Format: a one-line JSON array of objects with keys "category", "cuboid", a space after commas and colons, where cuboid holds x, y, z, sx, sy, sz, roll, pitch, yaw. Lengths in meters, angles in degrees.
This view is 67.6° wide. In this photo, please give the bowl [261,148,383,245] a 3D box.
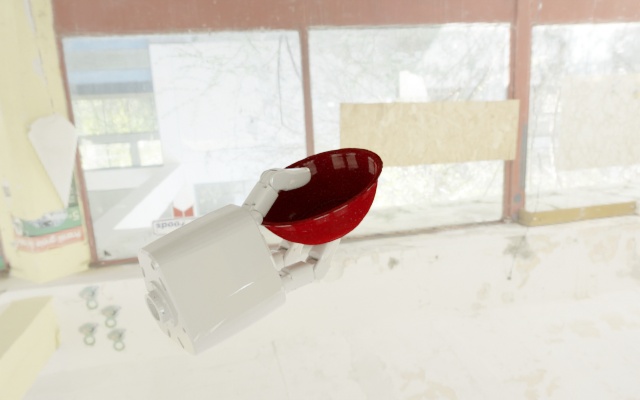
[{"category": "bowl", "cuboid": [0.001, 0.001, 0.545, 0.162, 0.055, 0.162, -18, 27, 10]}]
